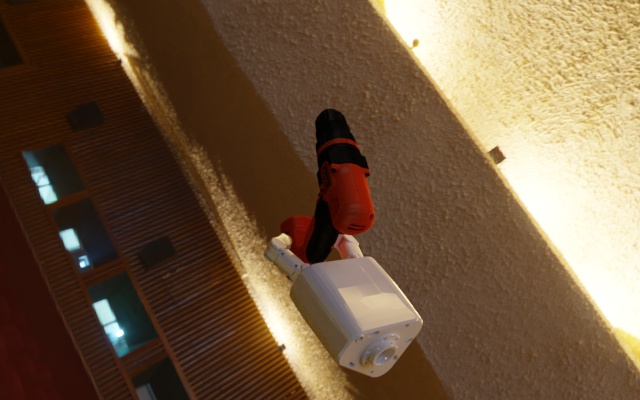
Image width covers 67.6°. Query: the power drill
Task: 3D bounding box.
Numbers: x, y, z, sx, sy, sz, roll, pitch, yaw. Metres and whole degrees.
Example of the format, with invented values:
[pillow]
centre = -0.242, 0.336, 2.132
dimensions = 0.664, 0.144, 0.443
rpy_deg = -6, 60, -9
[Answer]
[power drill]
centre = 0.000, 0.002, 0.601
dimensions = 0.057, 0.184, 0.188
rpy_deg = 7, -43, -18
